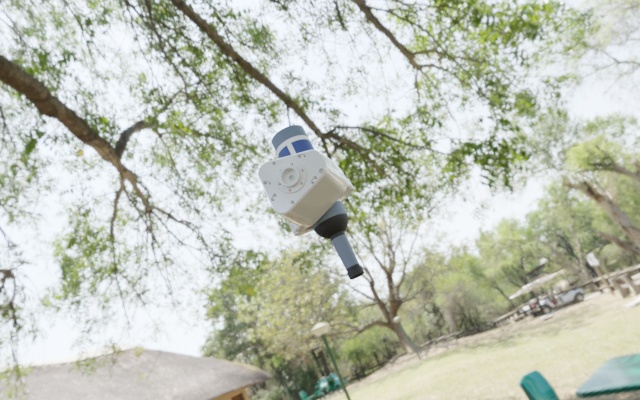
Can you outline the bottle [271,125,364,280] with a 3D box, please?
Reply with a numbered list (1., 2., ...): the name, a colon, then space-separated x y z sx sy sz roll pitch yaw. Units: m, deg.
1. bottle: 0.000 0.003 0.849 0.069 0.295 0.069 -23 -19 -9
